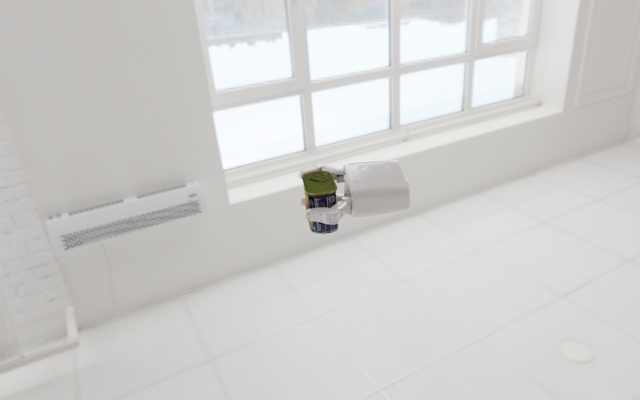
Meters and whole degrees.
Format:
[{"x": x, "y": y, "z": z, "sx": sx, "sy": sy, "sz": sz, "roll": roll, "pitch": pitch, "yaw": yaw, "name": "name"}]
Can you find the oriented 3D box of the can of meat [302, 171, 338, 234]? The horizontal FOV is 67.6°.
[{"x": 0.000, "y": 0.003, "z": 0.879, "sx": 0.057, "sy": 0.084, "sz": 0.102, "roll": -7, "pitch": 25, "yaw": -5, "name": "can of meat"}]
